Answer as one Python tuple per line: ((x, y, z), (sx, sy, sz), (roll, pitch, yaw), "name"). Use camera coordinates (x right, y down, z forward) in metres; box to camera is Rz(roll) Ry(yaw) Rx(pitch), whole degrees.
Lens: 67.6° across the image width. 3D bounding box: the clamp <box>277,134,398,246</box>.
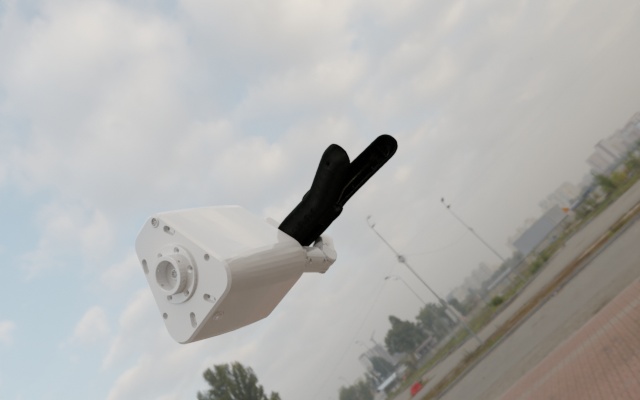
((0.000, 0.001, 0.467), (0.039, 0.171, 0.120), (47, 22, 21), "clamp")
